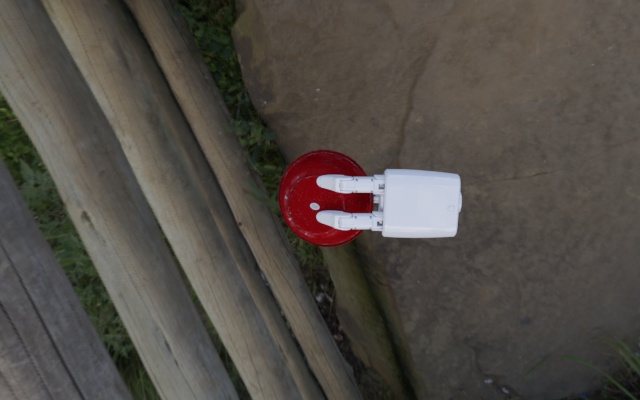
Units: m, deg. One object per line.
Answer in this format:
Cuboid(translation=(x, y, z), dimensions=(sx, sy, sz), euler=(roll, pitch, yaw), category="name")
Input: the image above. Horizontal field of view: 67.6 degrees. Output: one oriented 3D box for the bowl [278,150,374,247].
Cuboid(translation=(-0.001, 0.003, 0.754), dimensions=(0.162, 0.162, 0.055), euler=(0, 11, 16), category="bowl")
